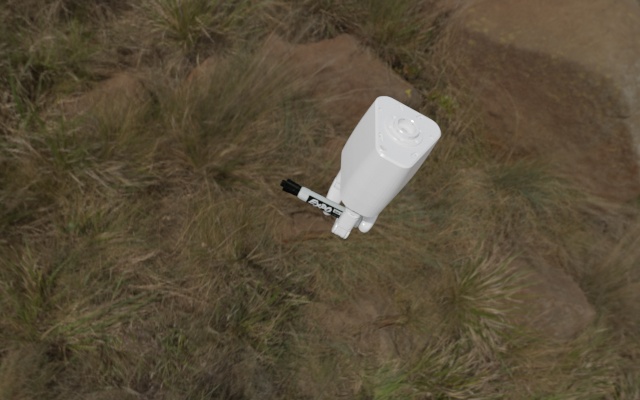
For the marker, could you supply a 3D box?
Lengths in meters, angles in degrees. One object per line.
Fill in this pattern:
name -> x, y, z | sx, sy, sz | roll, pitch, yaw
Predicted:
marker -> 0.000, 0.002, 0.659 | 0.121, 0.020, 0.020 | 27, -2, -3
